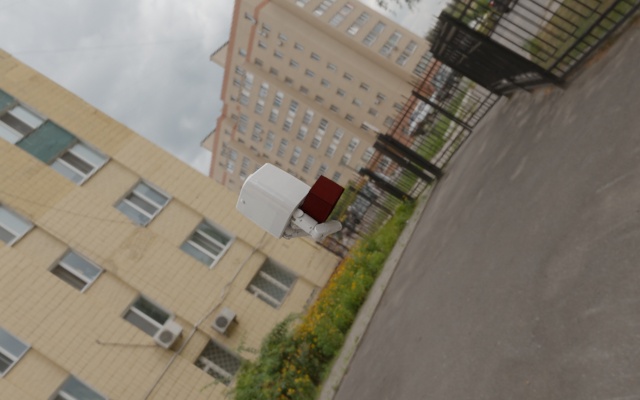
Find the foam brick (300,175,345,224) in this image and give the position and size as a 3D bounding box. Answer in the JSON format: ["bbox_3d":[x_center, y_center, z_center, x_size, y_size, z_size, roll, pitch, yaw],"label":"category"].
[{"bbox_3d":[0.000,0.003,0.872,0.051,0.053,0.078,33,-42,5],"label":"foam brick"}]
